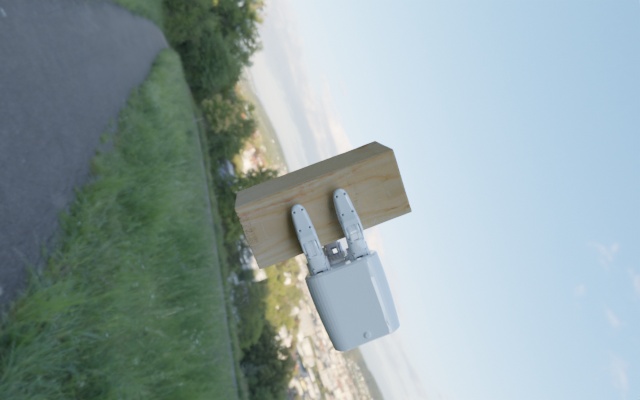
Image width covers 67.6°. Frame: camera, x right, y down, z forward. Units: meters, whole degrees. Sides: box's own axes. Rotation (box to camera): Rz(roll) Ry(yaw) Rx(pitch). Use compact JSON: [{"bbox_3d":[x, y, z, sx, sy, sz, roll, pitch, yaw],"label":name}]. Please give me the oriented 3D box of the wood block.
[{"bbox_3d":[0.000,0.002,0.632,0.206,0.090,0.090,-21,15,-3],"label":"wood block"}]
